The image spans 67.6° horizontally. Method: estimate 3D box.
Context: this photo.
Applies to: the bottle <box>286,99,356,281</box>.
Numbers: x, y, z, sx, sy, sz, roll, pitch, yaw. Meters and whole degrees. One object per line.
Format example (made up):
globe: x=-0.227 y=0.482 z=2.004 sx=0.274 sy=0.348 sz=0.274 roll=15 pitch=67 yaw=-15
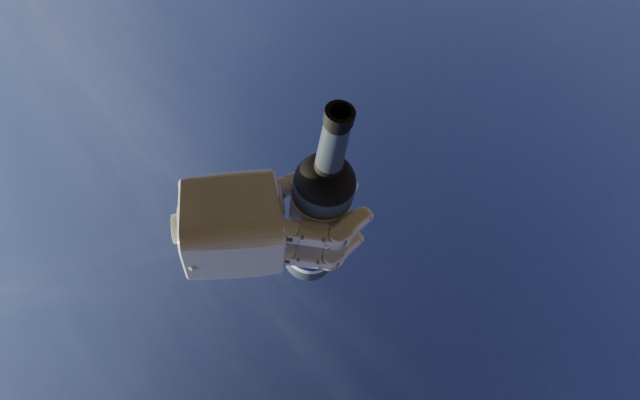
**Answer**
bottle: x=0.000 y=0.002 z=0.526 sx=0.069 sy=0.069 sz=0.296 roll=0 pitch=-32 yaw=-8
